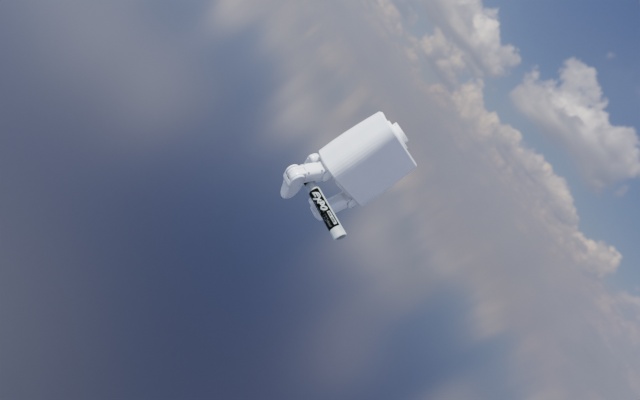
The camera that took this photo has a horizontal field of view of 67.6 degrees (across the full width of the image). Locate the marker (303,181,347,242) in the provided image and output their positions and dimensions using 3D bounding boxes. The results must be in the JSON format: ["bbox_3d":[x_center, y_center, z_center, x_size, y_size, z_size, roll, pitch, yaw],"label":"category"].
[{"bbox_3d":[0.000,0.002,0.666,0.020,0.121,0.020,-24,-23,-11],"label":"marker"}]
